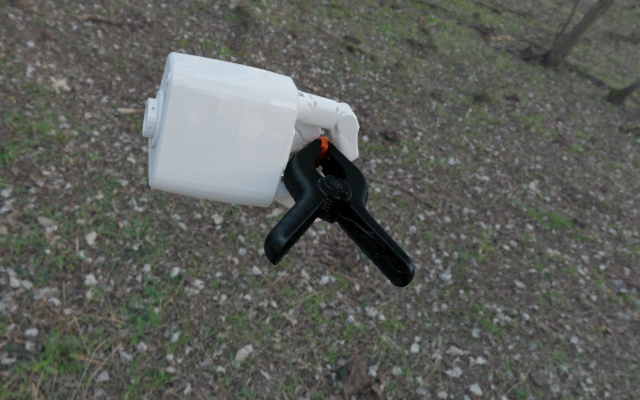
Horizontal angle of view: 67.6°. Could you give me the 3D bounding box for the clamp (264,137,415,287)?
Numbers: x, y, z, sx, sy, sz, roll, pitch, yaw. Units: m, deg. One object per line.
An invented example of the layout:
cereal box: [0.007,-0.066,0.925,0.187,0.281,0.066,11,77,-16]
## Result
clamp: [0.000,0.001,0.405,0.120,0.039,0.171,13,34,-29]
